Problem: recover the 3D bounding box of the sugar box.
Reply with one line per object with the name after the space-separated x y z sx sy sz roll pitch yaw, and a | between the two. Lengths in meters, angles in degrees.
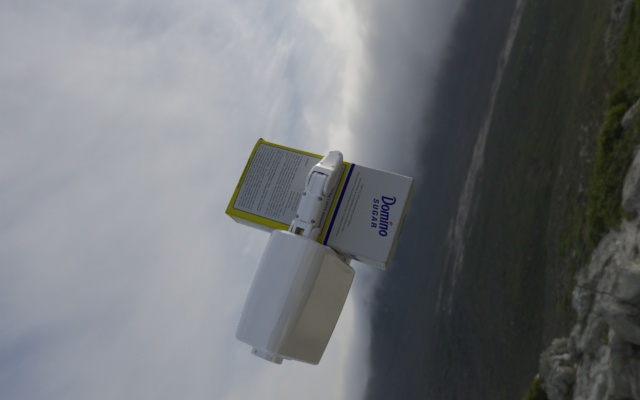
0.000 0.002 0.500 0.176 0.093 0.048 18 -15 14 | sugar box
